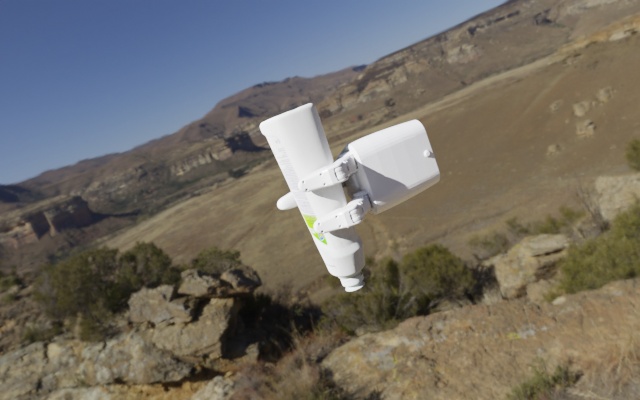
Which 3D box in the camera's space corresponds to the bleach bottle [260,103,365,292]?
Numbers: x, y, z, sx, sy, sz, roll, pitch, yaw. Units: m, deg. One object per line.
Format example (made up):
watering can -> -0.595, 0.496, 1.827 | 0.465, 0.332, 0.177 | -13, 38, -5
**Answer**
bleach bottle -> 0.000, 0.002, 0.637 | 0.068, 0.251, 0.102 | -24, 11, -14
